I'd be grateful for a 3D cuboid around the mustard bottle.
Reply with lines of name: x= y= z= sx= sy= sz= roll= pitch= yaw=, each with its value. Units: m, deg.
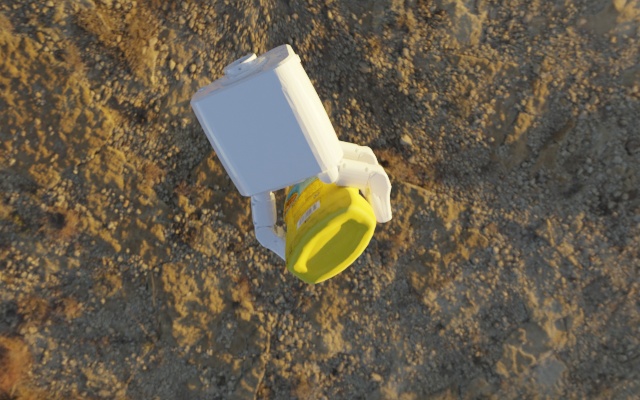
mustard bottle: x=0.000 y=0.002 z=0.524 sx=0.058 sy=0.096 sz=0.191 roll=37 pitch=17 yaw=-21
